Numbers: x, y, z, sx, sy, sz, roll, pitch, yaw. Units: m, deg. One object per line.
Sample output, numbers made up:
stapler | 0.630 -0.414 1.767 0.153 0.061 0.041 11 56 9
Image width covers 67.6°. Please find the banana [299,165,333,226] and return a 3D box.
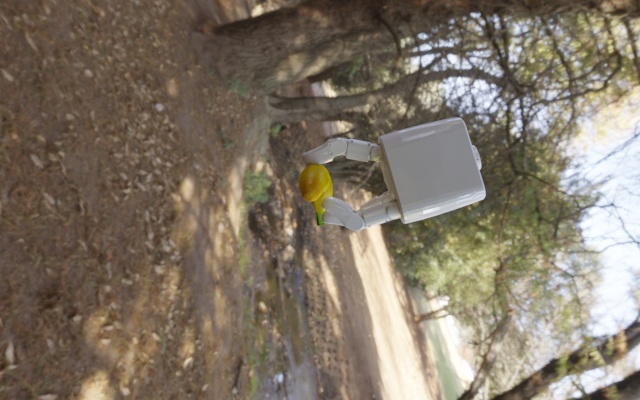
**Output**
banana | -0.003 -0.015 0.646 0.037 0.069 0.198 -11 -13 4
